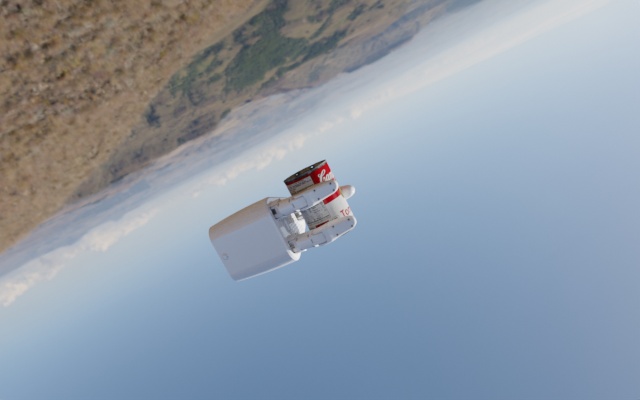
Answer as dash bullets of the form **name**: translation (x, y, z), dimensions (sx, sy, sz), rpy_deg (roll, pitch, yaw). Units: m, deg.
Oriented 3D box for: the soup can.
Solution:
- **soup can**: translation (0.001, 0.002, 0.679), dimensions (0.068, 0.102, 0.068), rpy_deg (-26, 9, 4)
